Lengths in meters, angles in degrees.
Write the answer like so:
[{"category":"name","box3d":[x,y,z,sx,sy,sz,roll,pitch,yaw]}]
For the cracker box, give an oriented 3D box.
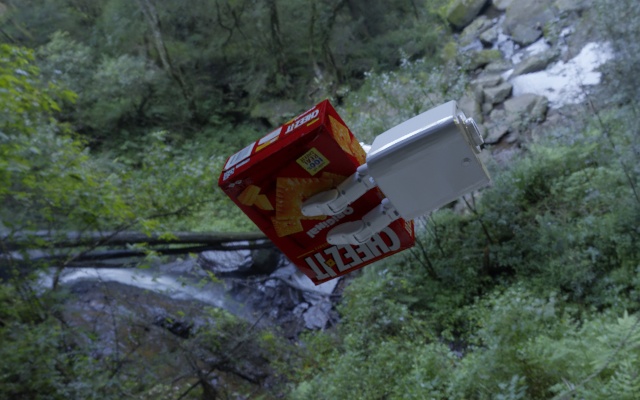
[{"category":"cracker box","box3d":[0.000,0.002,0.617,0.164,0.214,0.072,-26,31,25]}]
